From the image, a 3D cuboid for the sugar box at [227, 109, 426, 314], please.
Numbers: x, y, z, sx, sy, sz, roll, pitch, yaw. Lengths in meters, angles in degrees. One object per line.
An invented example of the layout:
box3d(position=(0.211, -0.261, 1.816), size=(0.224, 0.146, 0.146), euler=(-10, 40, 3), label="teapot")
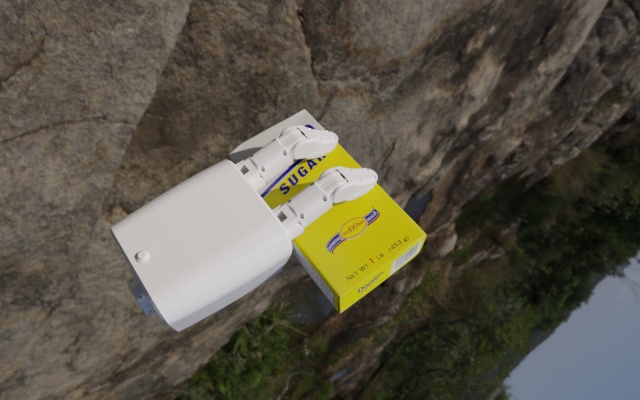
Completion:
box3d(position=(0.000, 0.001, 0.428), size=(0.093, 0.176, 0.048), euler=(-33, -25, -17), label="sugar box")
